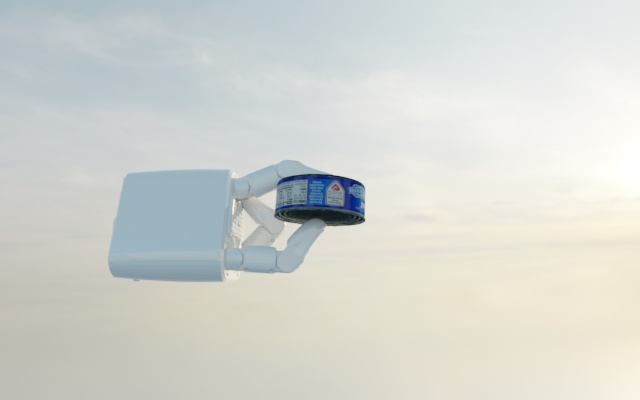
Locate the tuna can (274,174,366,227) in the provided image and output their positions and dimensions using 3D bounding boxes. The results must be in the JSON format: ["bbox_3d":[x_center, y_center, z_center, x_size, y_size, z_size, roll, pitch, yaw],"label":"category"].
[{"bbox_3d":[0.000,0.001,0.450,0.086,0.033,0.086,3,-12,1],"label":"tuna can"}]
